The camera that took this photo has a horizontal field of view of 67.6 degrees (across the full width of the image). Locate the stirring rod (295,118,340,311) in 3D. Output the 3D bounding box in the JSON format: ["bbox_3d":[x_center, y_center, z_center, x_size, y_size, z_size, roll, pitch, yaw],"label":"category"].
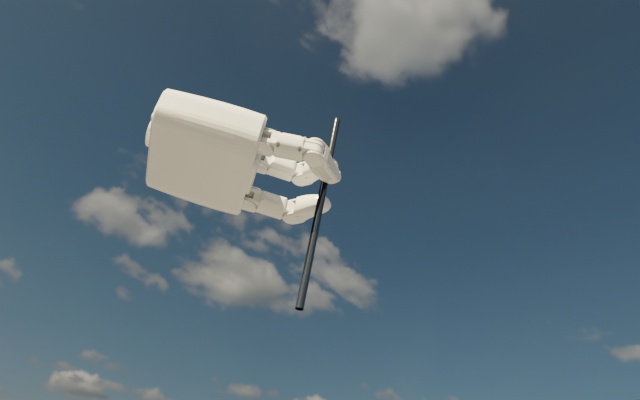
[{"bbox_3d":[0.000,0.002,0.504,0.011,0.239,0.011,8,-34,5],"label":"stirring rod"}]
